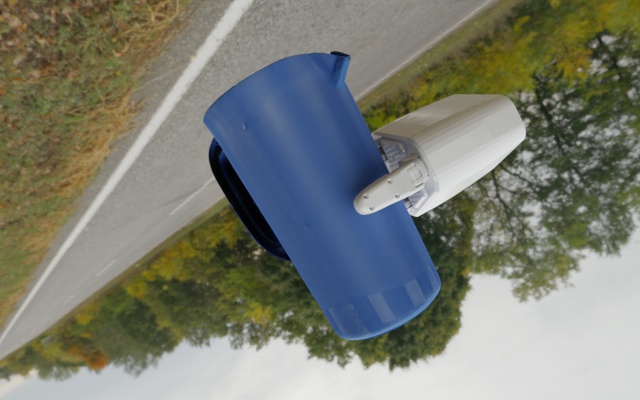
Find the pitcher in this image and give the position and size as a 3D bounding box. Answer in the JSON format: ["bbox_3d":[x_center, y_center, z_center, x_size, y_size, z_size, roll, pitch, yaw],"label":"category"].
[{"bbox_3d":[0.000,0.001,0.444,0.145,0.243,0.149,-29,1,-12],"label":"pitcher"}]
